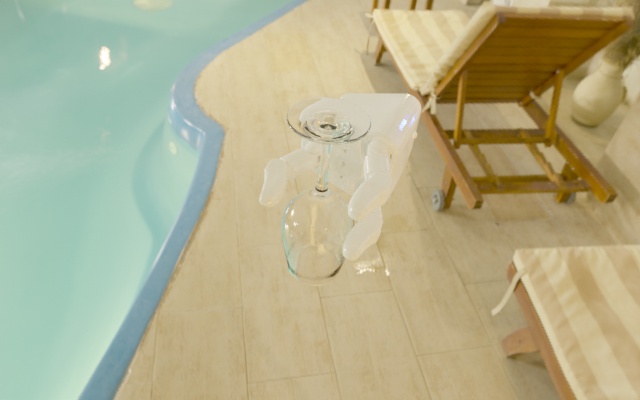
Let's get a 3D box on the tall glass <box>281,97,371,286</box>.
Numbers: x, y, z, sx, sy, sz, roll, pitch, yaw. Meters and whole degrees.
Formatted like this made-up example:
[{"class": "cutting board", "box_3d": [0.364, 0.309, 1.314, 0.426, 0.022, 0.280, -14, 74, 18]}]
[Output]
[{"class": "tall glass", "box_3d": [0.000, 0.001, 0.484, 0.079, 0.201, 0.079, 3, 42, -3]}]
